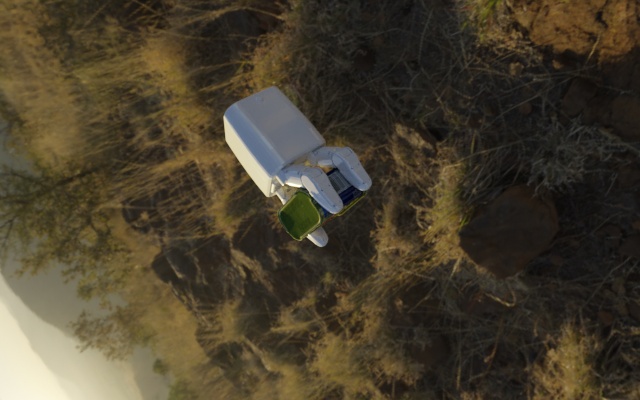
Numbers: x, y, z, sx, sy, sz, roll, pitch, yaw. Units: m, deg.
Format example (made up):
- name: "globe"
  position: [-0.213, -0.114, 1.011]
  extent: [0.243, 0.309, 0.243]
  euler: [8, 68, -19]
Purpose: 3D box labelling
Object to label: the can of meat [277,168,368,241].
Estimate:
- name: "can of meat"
  position: [0.000, 0.002, 0.628]
  extent: [0.084, 0.057, 0.102]
  euler: [-33, -6, -34]
